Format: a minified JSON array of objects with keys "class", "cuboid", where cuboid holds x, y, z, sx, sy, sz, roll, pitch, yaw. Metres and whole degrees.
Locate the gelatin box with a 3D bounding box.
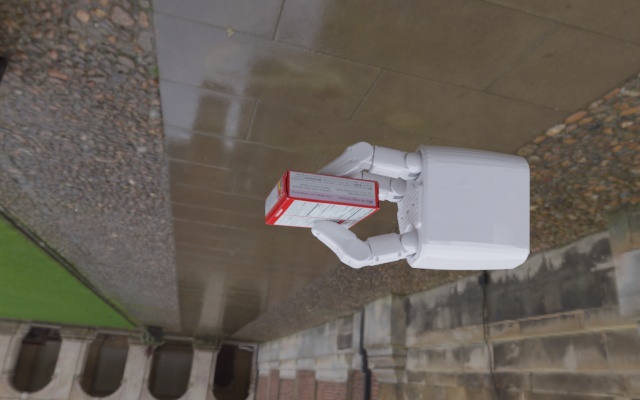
[{"class":"gelatin box","cuboid":[0.000,0.002,0.443,0.089,0.030,0.073,5,-21,-19]}]
